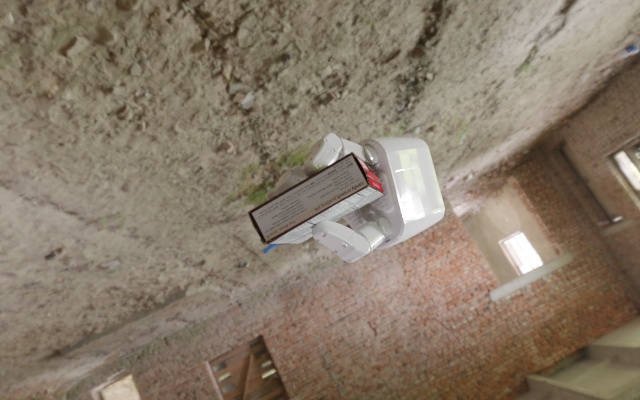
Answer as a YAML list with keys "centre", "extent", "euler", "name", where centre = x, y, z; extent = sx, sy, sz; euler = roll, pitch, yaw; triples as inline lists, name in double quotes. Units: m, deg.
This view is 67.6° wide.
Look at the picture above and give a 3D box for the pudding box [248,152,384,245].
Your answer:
- centre: [0.000, 0.002, 0.456]
  extent: [0.113, 0.039, 0.090]
  euler: [-31, -12, 11]
  name: "pudding box"
